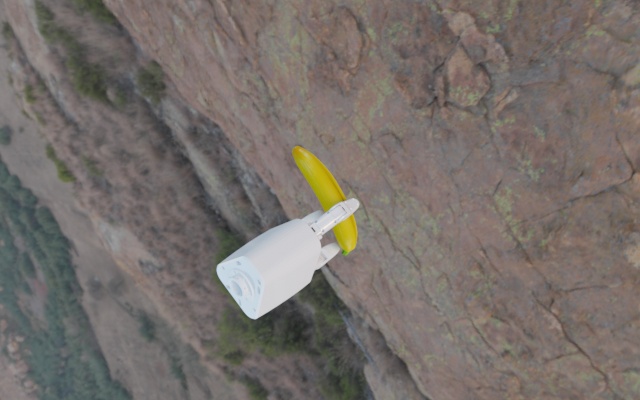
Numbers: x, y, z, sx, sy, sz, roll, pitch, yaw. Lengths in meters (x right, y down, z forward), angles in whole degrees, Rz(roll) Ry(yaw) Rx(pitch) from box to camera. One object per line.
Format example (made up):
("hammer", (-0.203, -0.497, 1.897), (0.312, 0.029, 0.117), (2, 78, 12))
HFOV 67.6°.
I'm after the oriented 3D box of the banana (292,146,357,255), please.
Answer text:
("banana", (0.013, 0.004, 0.740), (0.037, 0.198, 0.069), (-33, 15, -34))
